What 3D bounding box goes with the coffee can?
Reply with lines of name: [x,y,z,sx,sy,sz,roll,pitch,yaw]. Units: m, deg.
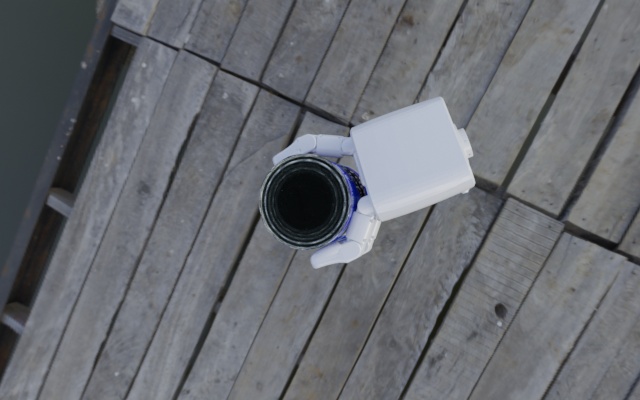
coffee can: [0.000,0.002,0.571,0.103,0.103,0.140,0,0,15]
